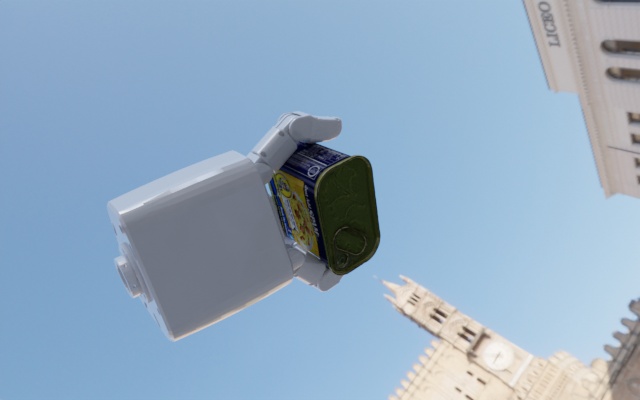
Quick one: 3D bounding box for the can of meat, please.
[{"bbox_3d":[0.000,0.001,0.416,0.057,0.102,0.084,-29,34,-27],"label":"can of meat"}]
